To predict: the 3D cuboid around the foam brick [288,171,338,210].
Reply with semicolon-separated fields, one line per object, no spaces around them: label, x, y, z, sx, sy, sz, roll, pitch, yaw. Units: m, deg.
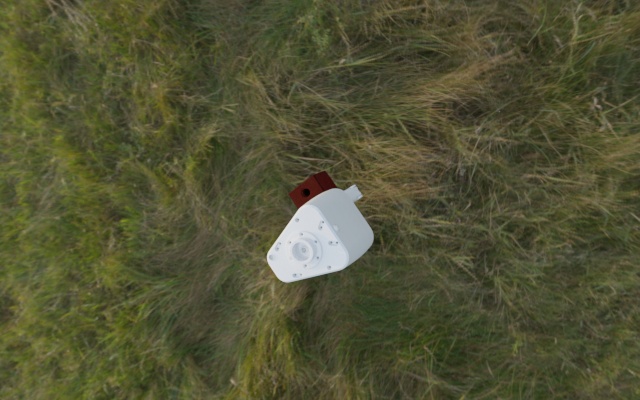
foam brick;0.000;0.002;0.717;0.053;0.078;0.051;-36;-4;25
